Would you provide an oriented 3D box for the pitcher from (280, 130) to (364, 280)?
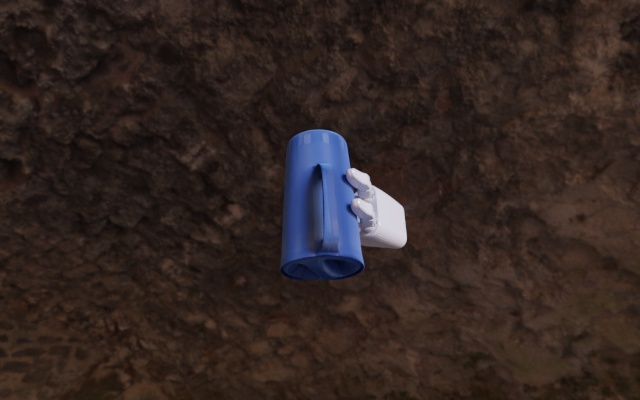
[{"bbox_3d":[0.000,0.003,0.794,0.149,0.242,0.145,-21,-31,33],"label":"pitcher"}]
